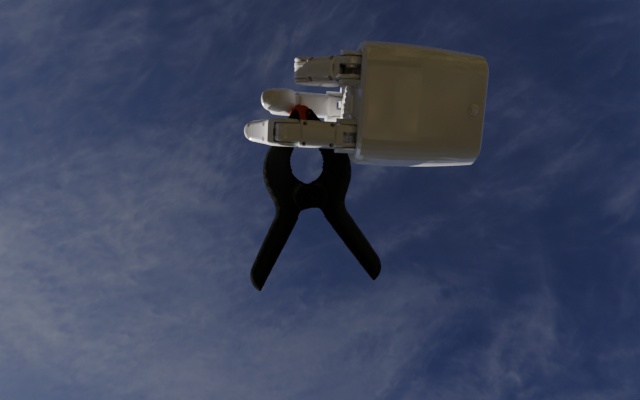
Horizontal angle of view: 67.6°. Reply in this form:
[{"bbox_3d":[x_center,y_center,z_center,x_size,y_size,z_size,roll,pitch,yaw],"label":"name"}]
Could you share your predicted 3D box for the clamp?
[{"bbox_3d":[0.000,0.001,0.435,0.120,0.171,0.039,3,10,-9],"label":"clamp"}]
